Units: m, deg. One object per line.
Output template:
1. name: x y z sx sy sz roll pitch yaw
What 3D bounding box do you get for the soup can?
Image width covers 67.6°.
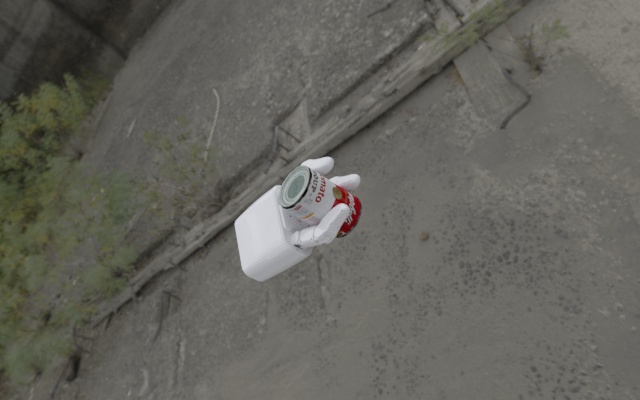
1. soup can: 0.000 0.002 0.675 0.102 0.068 0.068 31 -18 -32
